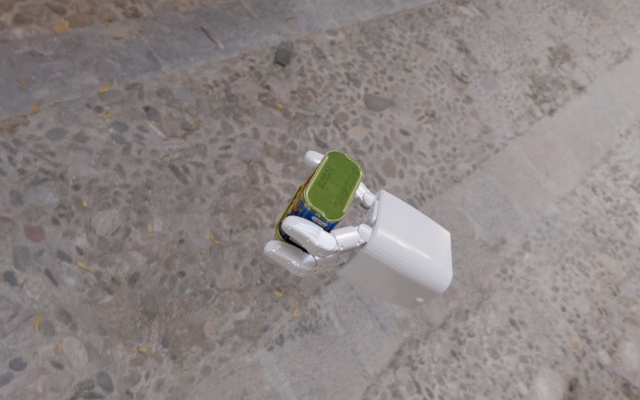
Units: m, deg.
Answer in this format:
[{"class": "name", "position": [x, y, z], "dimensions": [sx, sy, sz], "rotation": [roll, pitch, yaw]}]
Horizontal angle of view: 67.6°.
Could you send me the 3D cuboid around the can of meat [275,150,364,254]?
[{"class": "can of meat", "position": [0.000, 0.002, 0.551], "dimensions": [0.057, 0.102, 0.084], "rotation": [33, -39, -5]}]
